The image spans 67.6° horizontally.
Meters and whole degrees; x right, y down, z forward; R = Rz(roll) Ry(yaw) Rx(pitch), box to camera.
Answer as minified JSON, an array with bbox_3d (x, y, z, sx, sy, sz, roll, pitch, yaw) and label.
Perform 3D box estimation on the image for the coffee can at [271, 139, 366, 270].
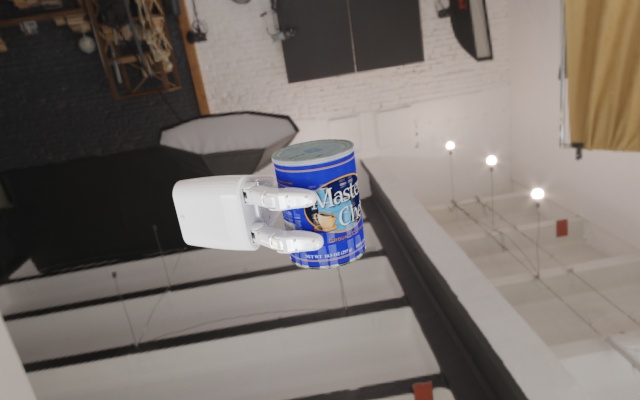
[{"bbox_3d":[0.000,0.002,0.609,0.103,0.140,0.102,-8,19,3],"label":"coffee can"}]
